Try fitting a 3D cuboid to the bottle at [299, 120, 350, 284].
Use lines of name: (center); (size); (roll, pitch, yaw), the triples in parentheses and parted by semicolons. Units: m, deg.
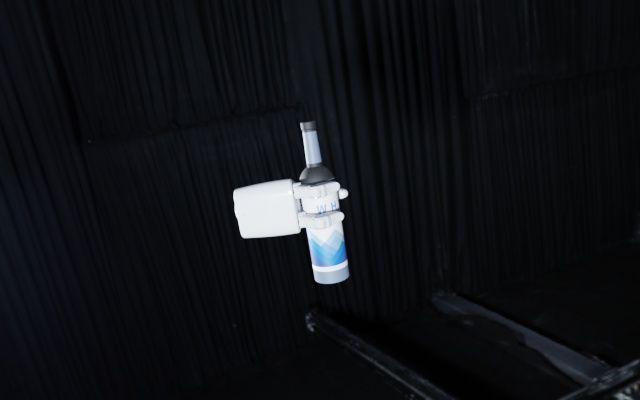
bottle: (0.000, 0.003, 0.872); (0.069, 0.296, 0.069); (-8, 13, 2)
